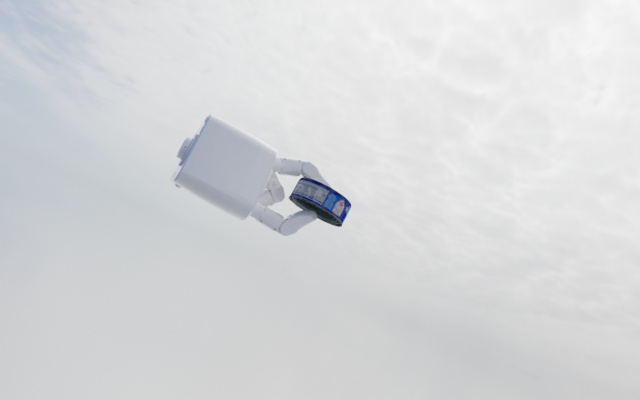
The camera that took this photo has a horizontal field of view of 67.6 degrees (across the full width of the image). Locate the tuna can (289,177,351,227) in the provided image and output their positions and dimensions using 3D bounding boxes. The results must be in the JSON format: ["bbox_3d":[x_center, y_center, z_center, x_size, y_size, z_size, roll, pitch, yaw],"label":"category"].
[{"bbox_3d":[0.000,0.002,0.675,0.086,0.033,0.086,28,-11,6],"label":"tuna can"}]
